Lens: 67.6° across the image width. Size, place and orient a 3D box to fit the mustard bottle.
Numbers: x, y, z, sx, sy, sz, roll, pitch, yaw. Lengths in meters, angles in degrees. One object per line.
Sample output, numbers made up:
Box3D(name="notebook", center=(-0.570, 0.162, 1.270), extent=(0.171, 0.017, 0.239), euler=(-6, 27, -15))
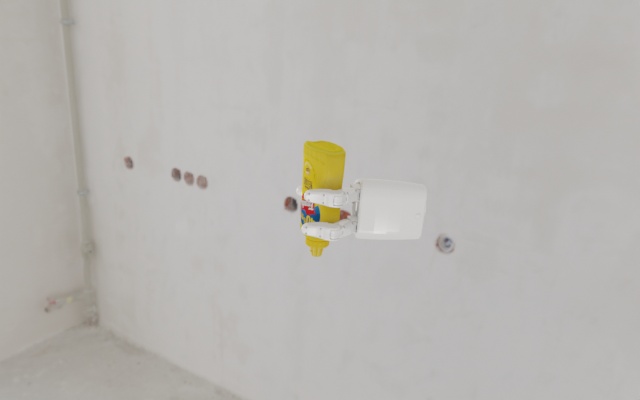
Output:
Box3D(name="mustard bottle", center=(0.000, 0.002, 0.787), extent=(0.058, 0.192, 0.096), euler=(-5, 20, -25))
